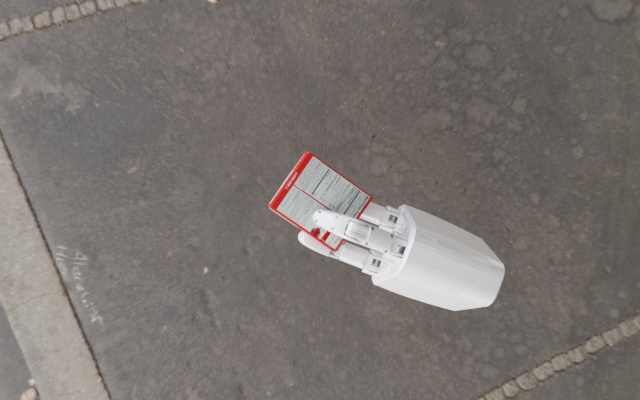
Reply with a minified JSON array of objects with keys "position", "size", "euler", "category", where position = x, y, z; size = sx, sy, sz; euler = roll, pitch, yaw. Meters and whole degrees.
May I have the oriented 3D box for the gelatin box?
[{"position":[0.000,0.002,0.516],"size":[0.089,0.073,0.030],"euler":[35,-3,-8],"category":"gelatin box"}]
